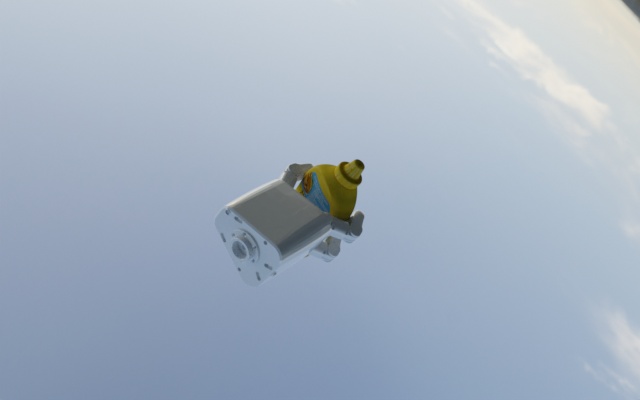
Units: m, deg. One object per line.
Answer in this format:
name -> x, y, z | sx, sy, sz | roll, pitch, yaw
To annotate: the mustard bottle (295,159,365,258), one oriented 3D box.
mustard bottle -> 0.000, 0.002, 0.707 | 0.058, 0.096, 0.192 | 1, -34, -40
